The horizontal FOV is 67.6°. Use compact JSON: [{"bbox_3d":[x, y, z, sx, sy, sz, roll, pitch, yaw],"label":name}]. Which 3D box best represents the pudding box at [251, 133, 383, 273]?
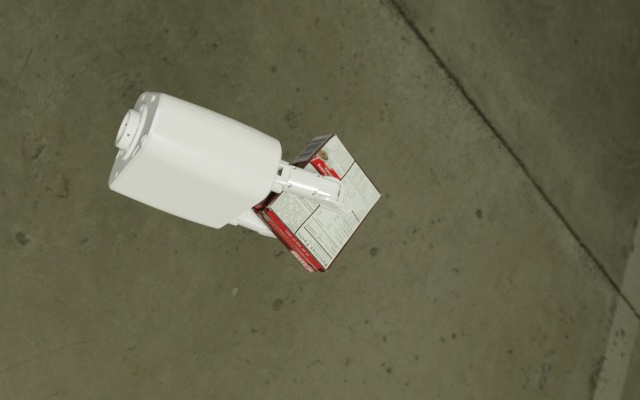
[{"bbox_3d":[0.000,0.002,0.475,0.113,0.090,0.039,-50,24,-26],"label":"pudding box"}]
